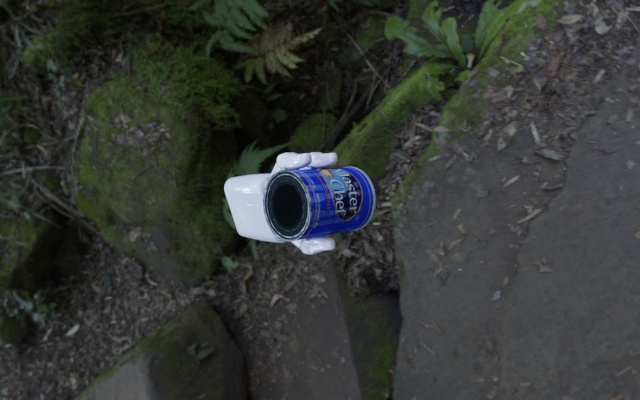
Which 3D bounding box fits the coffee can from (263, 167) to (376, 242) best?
[{"bbox_3d":[0.000,0.002,0.717,0.103,0.103,0.140,0,4,45],"label":"coffee can"}]
